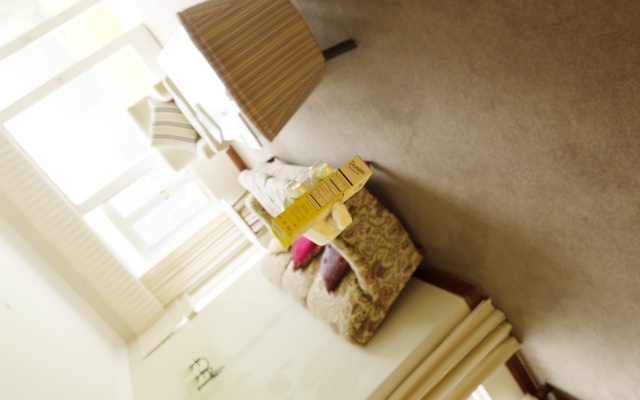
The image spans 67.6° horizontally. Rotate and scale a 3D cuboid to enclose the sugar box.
[{"bbox_3d":[0.000,0.002,0.787,0.176,0.048,0.093,-40,-7,-16],"label":"sugar box"}]
